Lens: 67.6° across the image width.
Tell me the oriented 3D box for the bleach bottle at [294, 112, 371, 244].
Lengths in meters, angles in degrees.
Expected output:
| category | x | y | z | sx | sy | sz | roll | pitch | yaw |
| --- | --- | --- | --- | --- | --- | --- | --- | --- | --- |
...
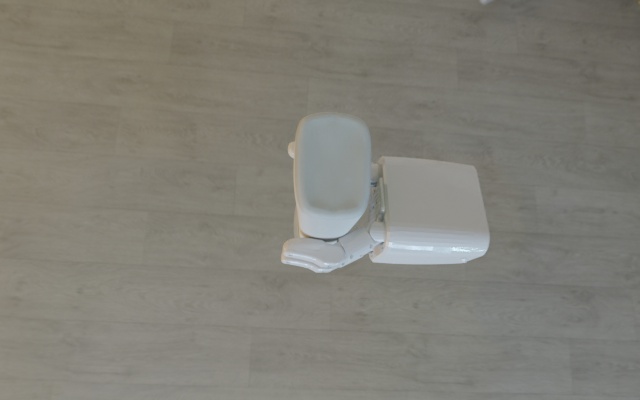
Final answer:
| category | x | y | z | sx | sy | sz | roll | pitch | yaw |
| --- | --- | --- | --- | --- | --- | --- | --- | --- | --- |
| bleach bottle | 0.000 | 0.002 | 0.528 | 0.068 | 0.102 | 0.251 | 3 | -15 | -5 |
